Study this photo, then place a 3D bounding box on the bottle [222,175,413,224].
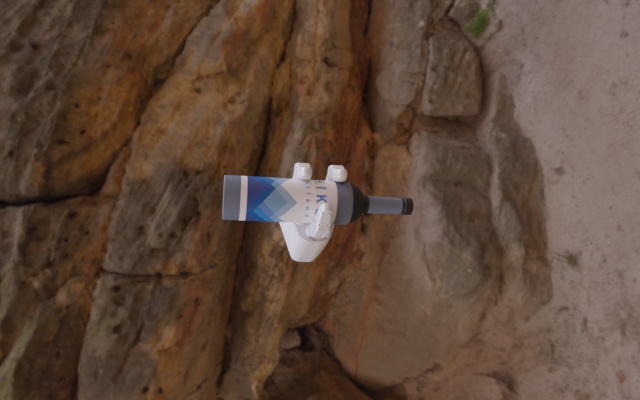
[{"bbox_3d":[0.000,0.002,0.736,0.296,0.069,0.069,3,-1,-11],"label":"bottle"}]
